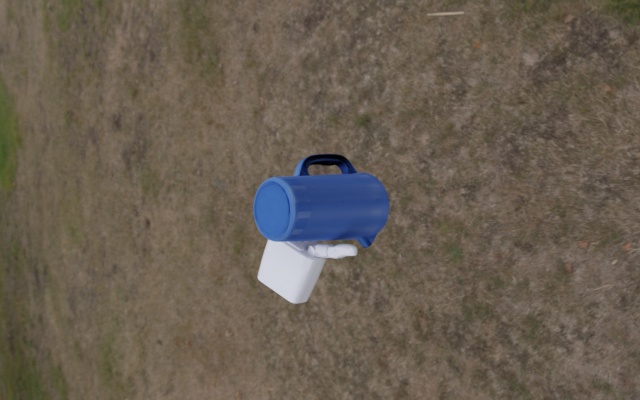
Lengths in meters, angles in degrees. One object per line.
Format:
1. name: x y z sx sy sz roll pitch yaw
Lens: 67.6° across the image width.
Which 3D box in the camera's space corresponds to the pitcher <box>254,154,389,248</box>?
1. pitcher: 0.000 0.003 0.869 0.243 0.145 0.149 -1 28 -46
